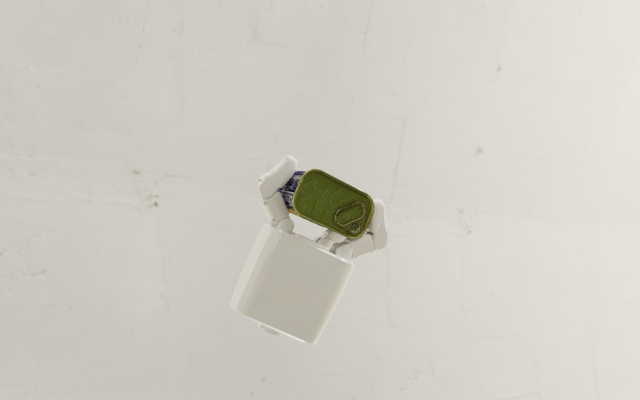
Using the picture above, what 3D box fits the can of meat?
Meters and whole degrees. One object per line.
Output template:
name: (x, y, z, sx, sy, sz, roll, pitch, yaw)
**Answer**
can of meat: (0.000, 0.002, 0.580, 0.102, 0.057, 0.084, 25, -6, -24)
